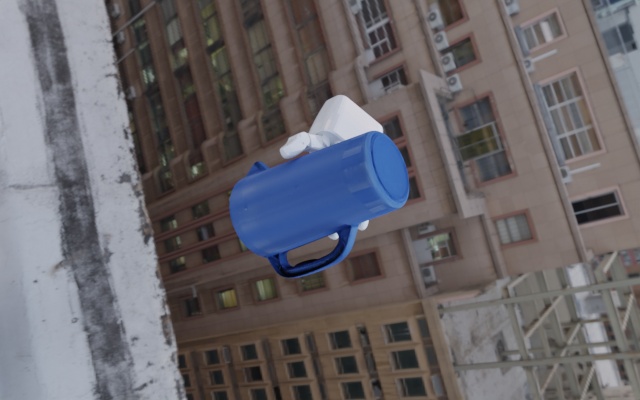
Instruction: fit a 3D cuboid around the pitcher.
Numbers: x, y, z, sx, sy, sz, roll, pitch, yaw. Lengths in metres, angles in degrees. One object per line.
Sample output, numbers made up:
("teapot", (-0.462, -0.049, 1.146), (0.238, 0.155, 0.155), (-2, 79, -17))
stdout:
("pitcher", (0.000, 0.002, 0.679), (0.243, 0.149, 0.145), (-20, 32, 34))
